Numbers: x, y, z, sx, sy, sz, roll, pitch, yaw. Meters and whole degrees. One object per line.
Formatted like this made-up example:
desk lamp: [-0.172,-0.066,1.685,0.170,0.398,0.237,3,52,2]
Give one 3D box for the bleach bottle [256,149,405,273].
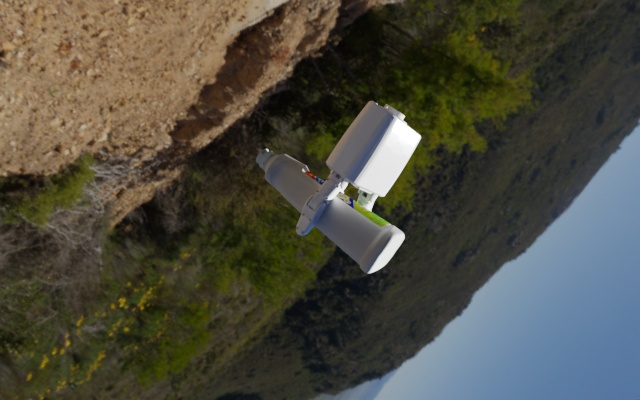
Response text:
bleach bottle: [0.000,0.002,0.700,0.250,0.068,0.102,37,13,18]
